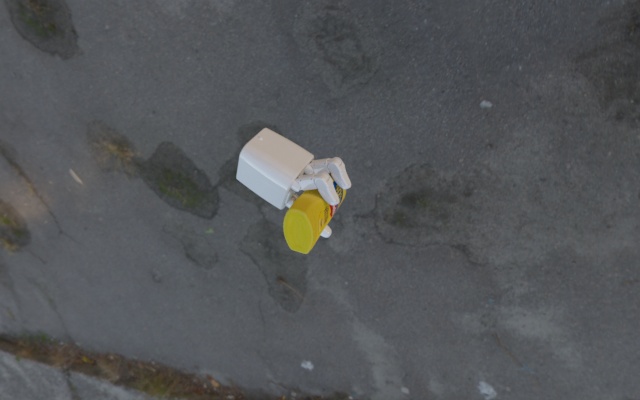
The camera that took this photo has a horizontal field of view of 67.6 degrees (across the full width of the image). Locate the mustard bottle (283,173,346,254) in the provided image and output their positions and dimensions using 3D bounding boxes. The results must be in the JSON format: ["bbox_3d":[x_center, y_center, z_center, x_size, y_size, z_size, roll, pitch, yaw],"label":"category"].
[{"bbox_3d":[0.000,0.003,0.863,0.058,0.096,0.191,13,39,20],"label":"mustard bottle"}]
